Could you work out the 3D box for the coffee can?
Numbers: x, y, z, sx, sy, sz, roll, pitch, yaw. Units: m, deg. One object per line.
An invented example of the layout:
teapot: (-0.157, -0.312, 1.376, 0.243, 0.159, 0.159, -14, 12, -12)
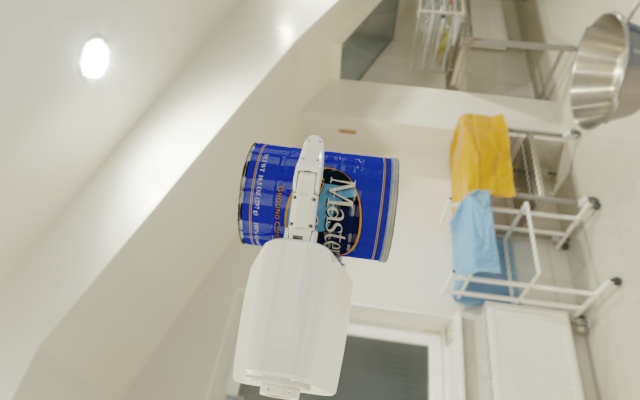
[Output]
coffee can: (0.000, 0.001, 0.470, 0.140, 0.103, 0.103, 7, 0, 4)
